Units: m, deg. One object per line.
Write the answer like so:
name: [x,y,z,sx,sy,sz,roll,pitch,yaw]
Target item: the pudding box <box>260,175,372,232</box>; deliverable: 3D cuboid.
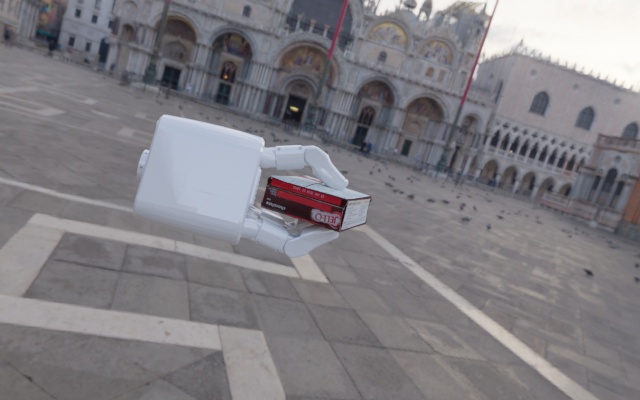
pudding box: [0.000,0.002,0.523,0.090,0.039,0.113,18,9,18]
